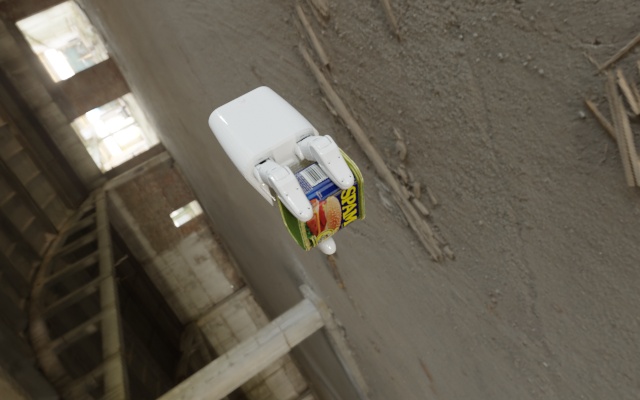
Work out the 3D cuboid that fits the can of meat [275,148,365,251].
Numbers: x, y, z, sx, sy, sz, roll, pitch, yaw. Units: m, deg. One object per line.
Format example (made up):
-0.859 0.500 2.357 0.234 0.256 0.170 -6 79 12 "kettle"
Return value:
0.000 0.002 0.544 0.084 0.057 0.102 -31 -32 -15 "can of meat"
